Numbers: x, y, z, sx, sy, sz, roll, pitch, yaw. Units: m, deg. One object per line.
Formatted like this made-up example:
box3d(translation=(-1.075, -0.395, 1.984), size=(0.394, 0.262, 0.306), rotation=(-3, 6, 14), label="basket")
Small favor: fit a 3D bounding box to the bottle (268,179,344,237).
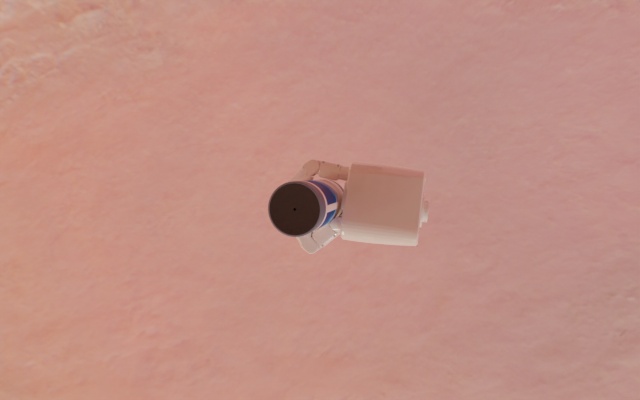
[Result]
box3d(translation=(0.000, 0.002, 0.707), size=(0.069, 0.069, 0.295), rotation=(0, 3, 12), label="bottle")
